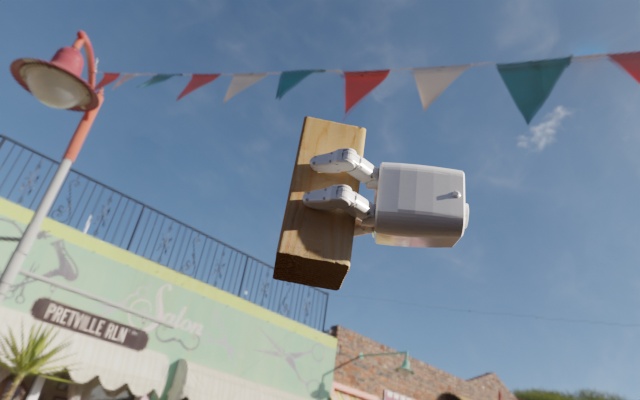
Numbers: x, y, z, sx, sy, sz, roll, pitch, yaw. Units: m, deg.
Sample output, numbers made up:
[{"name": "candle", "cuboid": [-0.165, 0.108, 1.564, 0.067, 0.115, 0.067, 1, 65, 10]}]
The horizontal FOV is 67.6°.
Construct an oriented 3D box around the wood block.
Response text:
[{"name": "wood block", "cuboid": [0.000, 0.002, 0.637, 0.090, 0.206, 0.091, 11, -31, -2]}]
